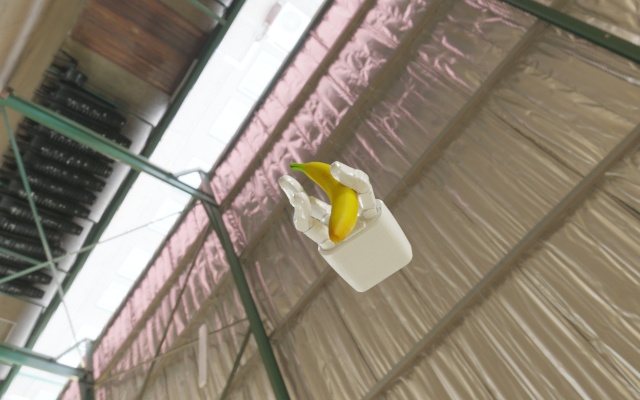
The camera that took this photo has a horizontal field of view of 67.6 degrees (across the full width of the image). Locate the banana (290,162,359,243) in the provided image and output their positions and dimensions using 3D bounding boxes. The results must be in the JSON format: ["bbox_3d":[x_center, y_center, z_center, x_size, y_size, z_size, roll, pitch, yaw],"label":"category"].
[{"bbox_3d":[0.016,-0.006,0.669,0.069,0.037,0.197,-21,35,-8],"label":"banana"}]
